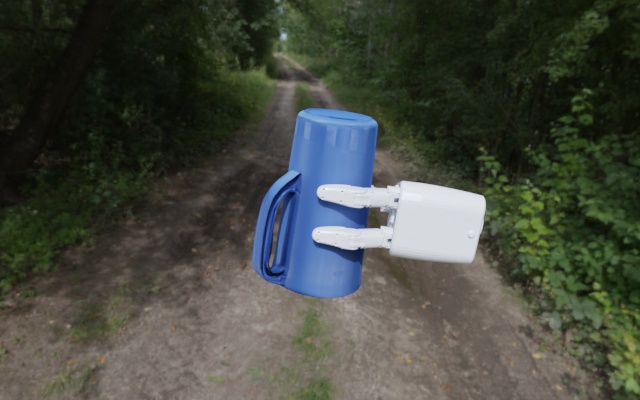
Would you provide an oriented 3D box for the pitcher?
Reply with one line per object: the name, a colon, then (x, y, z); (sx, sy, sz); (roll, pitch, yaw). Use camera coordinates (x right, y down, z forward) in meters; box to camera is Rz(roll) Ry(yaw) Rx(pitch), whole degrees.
pitcher: (0.000, 0.002, 0.655); (0.145, 0.243, 0.149); (9, 16, 7)
